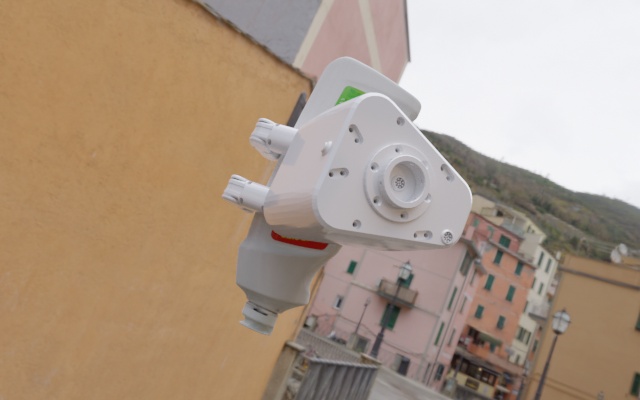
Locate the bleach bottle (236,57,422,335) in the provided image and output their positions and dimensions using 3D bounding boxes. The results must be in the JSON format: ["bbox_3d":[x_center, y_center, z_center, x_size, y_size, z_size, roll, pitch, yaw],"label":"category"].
[{"bbox_3d":[0.000,0.001,0.436,0.102,0.250,0.068,28,-12,-18],"label":"bleach bottle"}]
